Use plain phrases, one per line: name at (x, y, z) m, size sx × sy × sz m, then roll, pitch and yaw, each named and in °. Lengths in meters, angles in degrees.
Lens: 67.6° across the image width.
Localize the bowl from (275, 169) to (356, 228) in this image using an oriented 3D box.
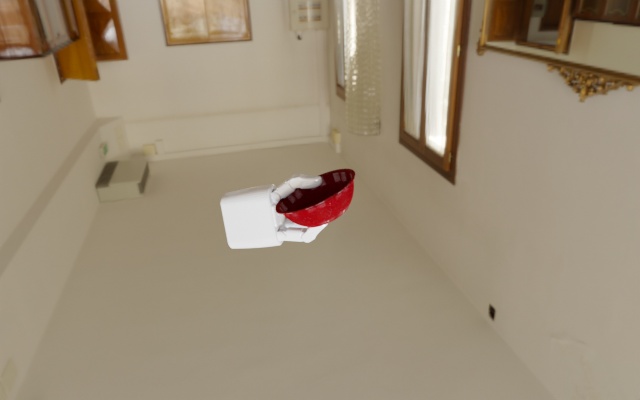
bowl at (0.001, 0.003, 0.881) m, size 0.162 × 0.055 × 0.162 m, roll -24°, pitch 18°, yaw 8°
